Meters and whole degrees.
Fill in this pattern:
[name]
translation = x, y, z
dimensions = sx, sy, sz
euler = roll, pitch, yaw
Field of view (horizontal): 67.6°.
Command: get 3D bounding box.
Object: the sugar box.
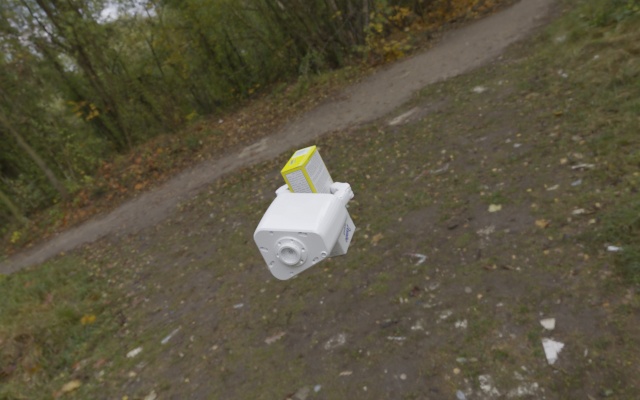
[sugar box]
translation = 0.000, 0.003, 0.821
dimensions = 0.048, 0.176, 0.093
euler = -15, 22, 23
